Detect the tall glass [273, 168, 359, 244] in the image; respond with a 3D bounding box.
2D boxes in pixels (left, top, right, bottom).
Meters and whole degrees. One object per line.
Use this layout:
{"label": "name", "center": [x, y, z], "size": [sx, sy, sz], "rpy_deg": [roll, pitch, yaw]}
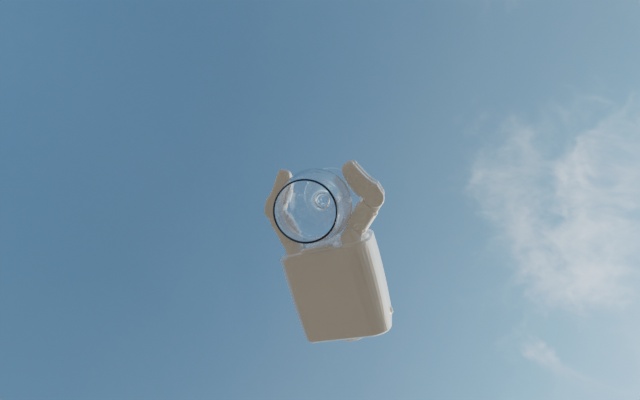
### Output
{"label": "tall glass", "center": [0.000, 0.002, 0.544], "size": [0.079, 0.079, 0.201], "rpy_deg": [0, 5, 9]}
